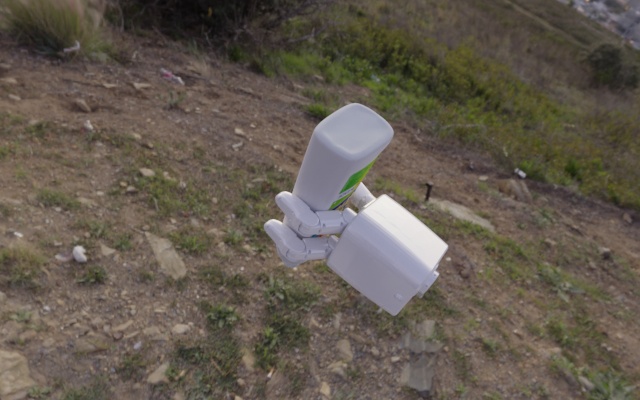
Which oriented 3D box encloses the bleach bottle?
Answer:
[{"bbox_3d":[0.000,0.002,0.606,0.068,0.251,0.102,40,48,14],"label":"bleach bottle"}]
